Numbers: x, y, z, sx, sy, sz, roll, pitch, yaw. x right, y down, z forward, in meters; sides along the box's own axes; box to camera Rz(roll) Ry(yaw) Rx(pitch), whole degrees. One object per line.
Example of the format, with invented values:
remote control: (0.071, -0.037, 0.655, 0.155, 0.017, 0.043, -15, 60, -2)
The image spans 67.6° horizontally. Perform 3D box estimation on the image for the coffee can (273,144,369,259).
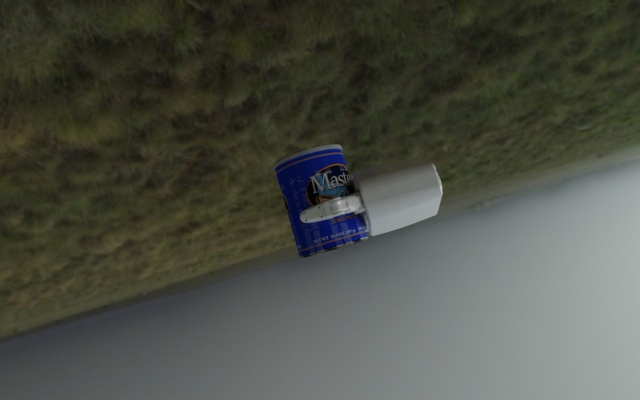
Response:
coffee can: (0.000, 0.002, 0.685, 0.103, 0.140, 0.103, -16, -5, -1)
